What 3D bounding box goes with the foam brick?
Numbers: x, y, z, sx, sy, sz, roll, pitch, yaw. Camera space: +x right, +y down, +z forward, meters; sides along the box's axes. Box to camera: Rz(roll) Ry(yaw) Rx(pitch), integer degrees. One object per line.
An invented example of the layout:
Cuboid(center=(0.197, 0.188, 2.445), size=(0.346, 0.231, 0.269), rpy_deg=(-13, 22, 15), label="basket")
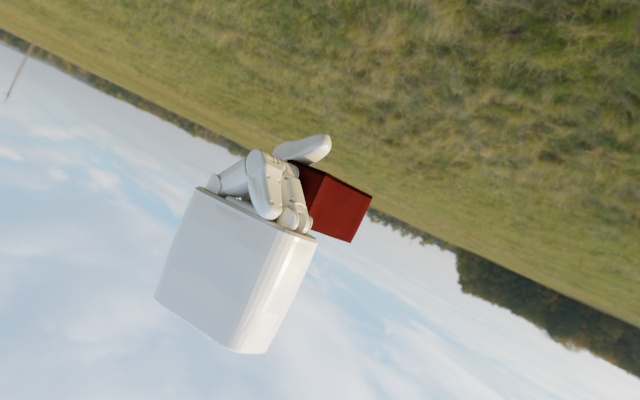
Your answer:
Cuboid(center=(0.000, 0.001, 0.450), size=(0.053, 0.051, 0.078), rpy_deg=(23, 0, 42), label="foam brick")
